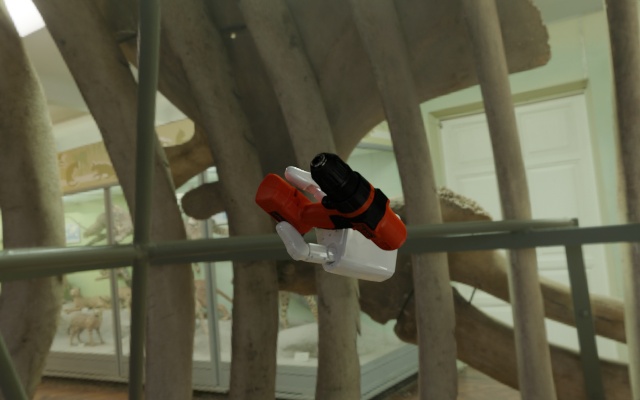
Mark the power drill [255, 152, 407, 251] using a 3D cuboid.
[{"bbox_3d":[0.000,0.002,0.632,0.187,0.057,0.184,5,-31,45],"label":"power drill"}]
